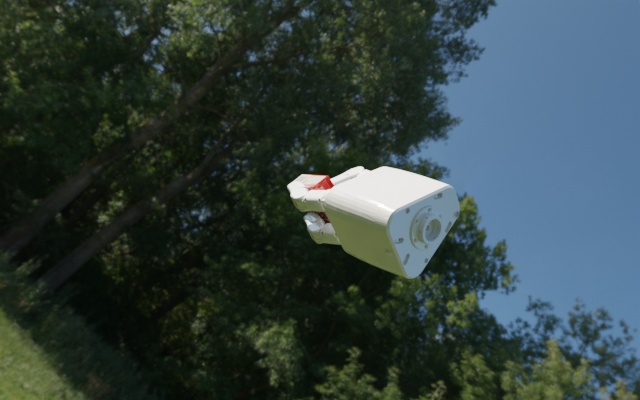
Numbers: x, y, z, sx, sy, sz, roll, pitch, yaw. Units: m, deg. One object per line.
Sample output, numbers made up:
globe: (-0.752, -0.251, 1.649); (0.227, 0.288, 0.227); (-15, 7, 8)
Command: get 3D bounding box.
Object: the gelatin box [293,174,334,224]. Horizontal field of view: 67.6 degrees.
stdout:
gelatin box: (0.000, 0.002, 0.659); (0.030, 0.073, 0.089); (-38, 19, -18)
